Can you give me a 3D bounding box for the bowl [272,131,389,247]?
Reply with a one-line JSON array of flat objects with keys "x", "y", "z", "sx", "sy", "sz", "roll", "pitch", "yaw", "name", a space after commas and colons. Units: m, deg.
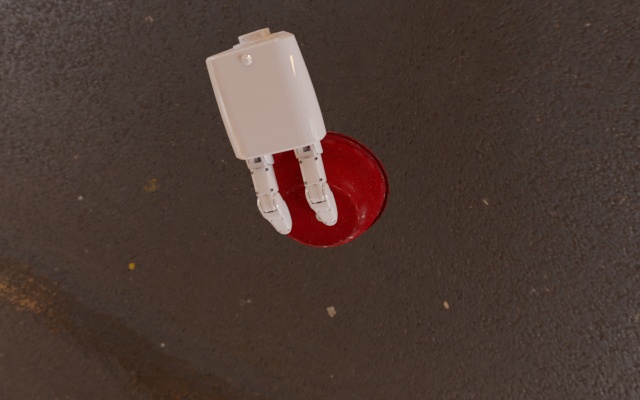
[{"x": 0.001, "y": 0.003, "z": 0.564, "sx": 0.162, "sy": 0.162, "sz": 0.055, "roll": 0, "pitch": 35, "yaw": 7, "name": "bowl"}]
